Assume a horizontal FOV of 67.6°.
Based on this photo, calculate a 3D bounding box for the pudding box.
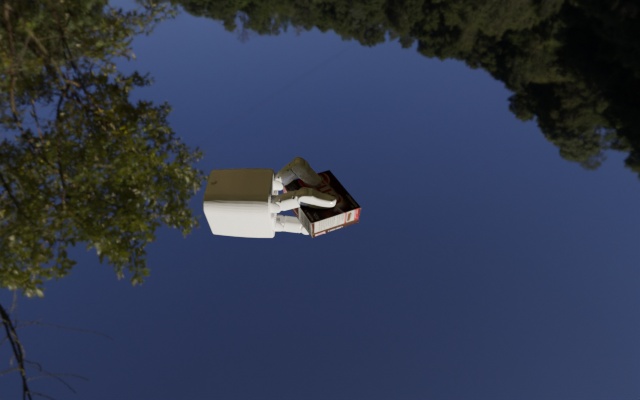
[{"bbox_3d":[0.000,0.003,0.788,0.090,0.039,0.113,-18,47,-21],"label":"pudding box"}]
